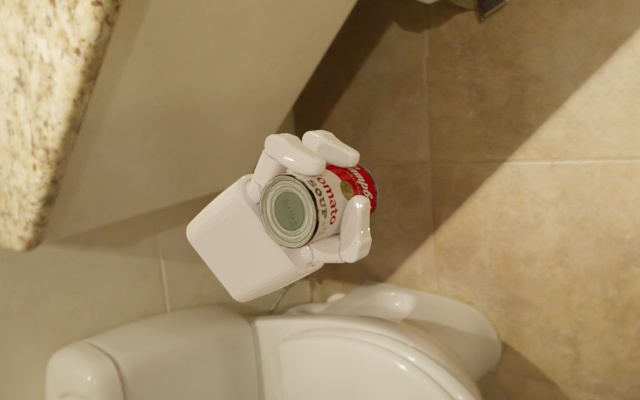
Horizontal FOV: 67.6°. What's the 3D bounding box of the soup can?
[{"bbox_3d":[0.000,0.001,0.451,0.068,0.068,0.102,0,10,37],"label":"soup can"}]
